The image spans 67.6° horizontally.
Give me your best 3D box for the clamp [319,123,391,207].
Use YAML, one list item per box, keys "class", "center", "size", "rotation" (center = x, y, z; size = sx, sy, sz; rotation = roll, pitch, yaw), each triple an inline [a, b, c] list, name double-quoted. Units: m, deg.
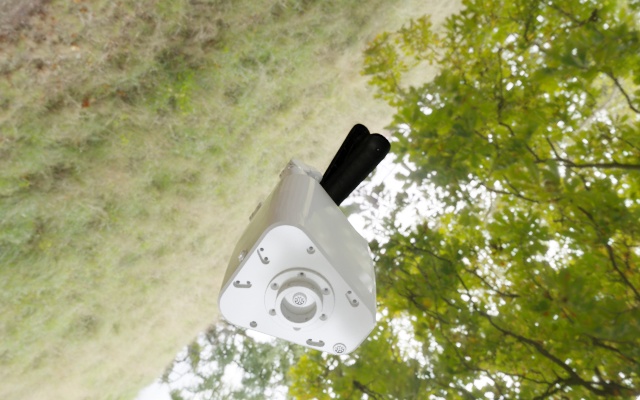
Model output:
- class: "clamp"
  center: [0.000, 0.003, 0.521]
  size: [0.036, 0.210, 0.164]
  rotation: [35, 16, -7]
